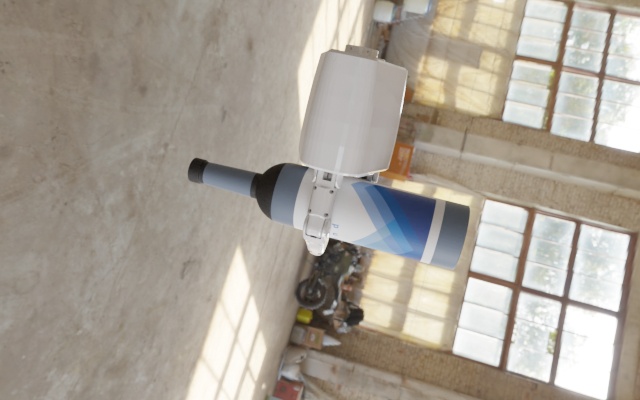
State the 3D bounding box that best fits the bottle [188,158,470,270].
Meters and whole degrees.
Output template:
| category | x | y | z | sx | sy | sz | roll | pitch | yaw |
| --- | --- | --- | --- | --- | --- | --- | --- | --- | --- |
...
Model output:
| category | x | y | z | sx | sy | sz | roll | pitch | yaw |
| --- | --- | --- | --- | --- | --- | --- | --- | --- | --- |
| bottle | 0.000 | 0.002 | 0.503 | 0.295 | 0.069 | 0.069 | 14 | 2 | 10 |
